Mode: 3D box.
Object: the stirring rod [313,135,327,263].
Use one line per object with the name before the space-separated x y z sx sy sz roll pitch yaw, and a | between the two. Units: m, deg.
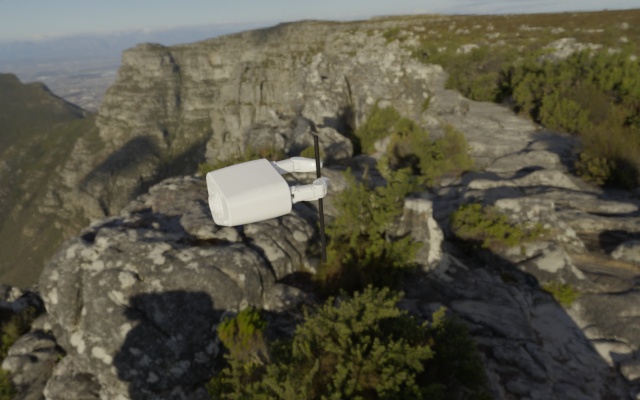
stirring rod | 0.000 0.003 0.852 0.011 0.240 0.011 -4 21 1
